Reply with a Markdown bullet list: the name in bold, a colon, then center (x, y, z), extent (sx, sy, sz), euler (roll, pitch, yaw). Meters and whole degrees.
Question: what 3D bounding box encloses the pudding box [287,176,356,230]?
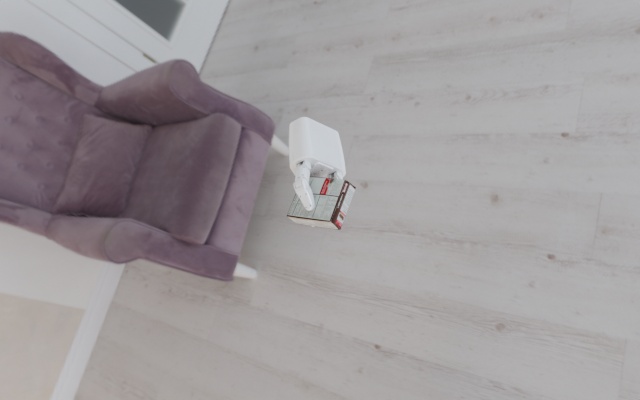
- **pudding box**: center (0.000, 0.003, 0.898), extent (0.113, 0.090, 0.039), euler (6, -22, 41)
